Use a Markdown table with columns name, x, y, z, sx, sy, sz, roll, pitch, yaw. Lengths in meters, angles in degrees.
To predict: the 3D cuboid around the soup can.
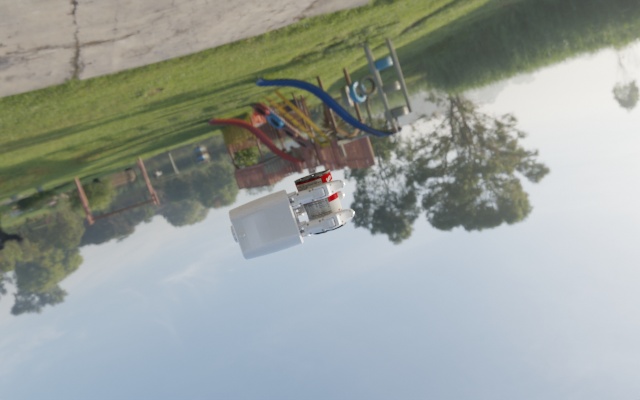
| name | x | y | z | sx | sy | sz | roll | pitch | yaw |
| --- | --- | --- | --- | --- | --- | --- | --- | --- | --- |
| soup can | 0.001 | 0.003 | 0.860 | 0.068 | 0.102 | 0.068 | -18 | 7 | 2 |
